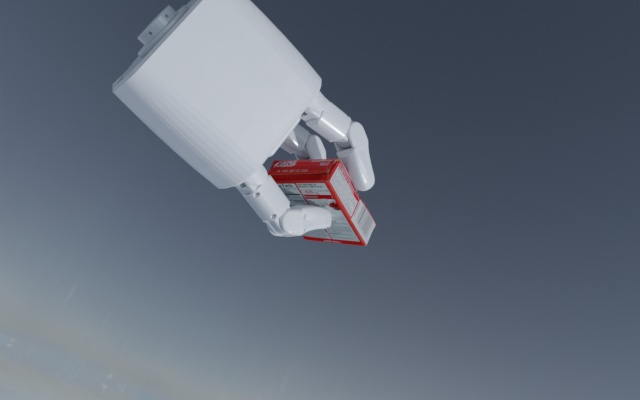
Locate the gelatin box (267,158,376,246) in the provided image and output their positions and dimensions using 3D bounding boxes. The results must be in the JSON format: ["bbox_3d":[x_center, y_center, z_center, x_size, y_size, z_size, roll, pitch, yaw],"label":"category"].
[{"bbox_3d":[0.000,0.002,0.436,0.073,0.030,0.089,2,-42,37],"label":"gelatin box"}]
